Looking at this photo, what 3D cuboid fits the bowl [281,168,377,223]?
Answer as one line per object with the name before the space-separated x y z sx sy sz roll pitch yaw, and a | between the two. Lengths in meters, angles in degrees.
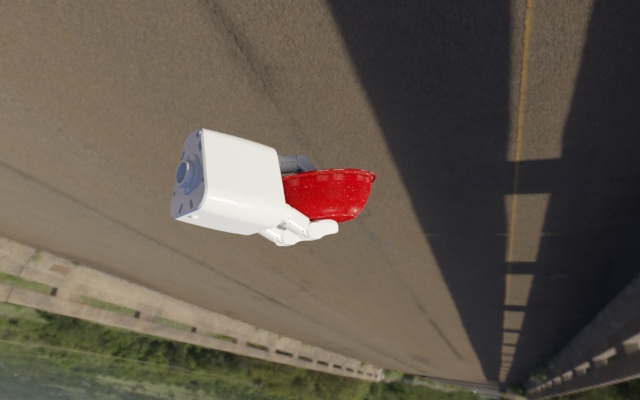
bowl | 0.001 0.003 0.662 0.162 0.055 0.162 -7 -10 -1
